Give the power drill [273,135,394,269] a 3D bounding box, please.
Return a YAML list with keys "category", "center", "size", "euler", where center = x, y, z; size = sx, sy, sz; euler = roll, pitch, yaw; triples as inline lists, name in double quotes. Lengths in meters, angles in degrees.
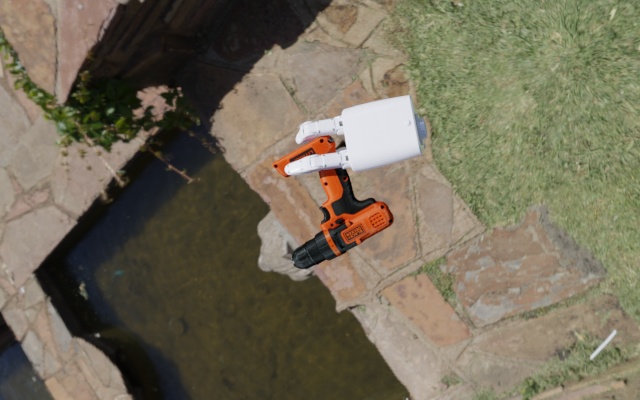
- category: "power drill"
  center: [0.000, 0.002, 0.778]
  size: [0.184, 0.187, 0.057]
  euler: [-29, 7, 8]
